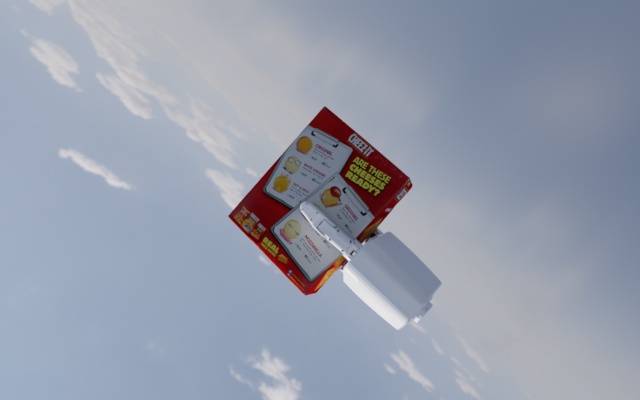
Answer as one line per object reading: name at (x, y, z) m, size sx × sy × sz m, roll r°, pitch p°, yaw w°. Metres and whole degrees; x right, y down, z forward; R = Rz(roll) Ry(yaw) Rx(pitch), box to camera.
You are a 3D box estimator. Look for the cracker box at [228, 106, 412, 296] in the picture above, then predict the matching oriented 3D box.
cracker box at (0.000, 0.002, 0.687) m, size 0.164 × 0.214 × 0.072 m, roll 43°, pitch 4°, yaw 15°
